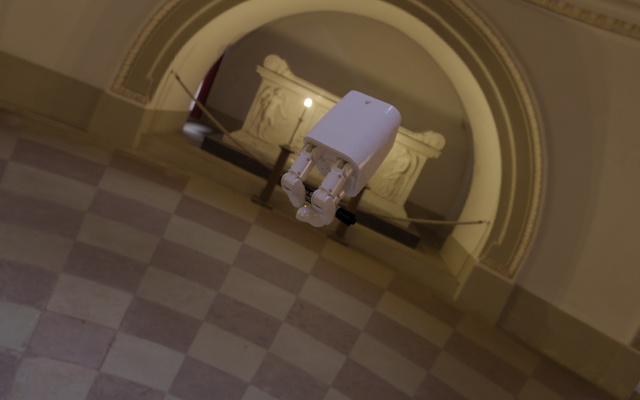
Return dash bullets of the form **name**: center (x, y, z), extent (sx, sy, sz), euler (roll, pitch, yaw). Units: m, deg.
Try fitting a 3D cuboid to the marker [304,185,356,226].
- **marker**: center (0.000, 0.002, 0.671), extent (0.121, 0.020, 0.020), euler (30, 15, 28)
